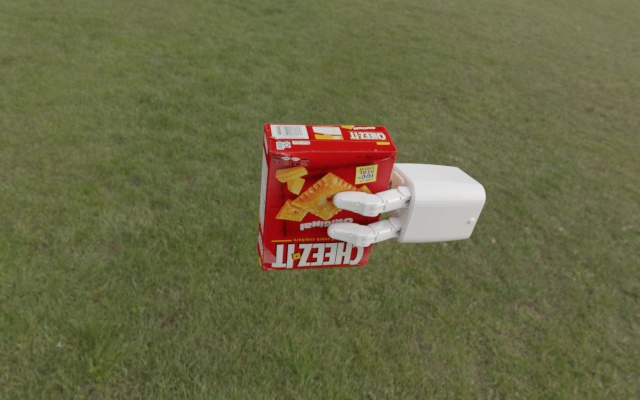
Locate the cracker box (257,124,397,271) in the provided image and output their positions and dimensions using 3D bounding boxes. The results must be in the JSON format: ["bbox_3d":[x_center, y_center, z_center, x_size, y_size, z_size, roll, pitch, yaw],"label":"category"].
[{"bbox_3d":[0.000,0.002,0.663,0.164,0.214,0.072,-1,40,-12],"label":"cracker box"}]
